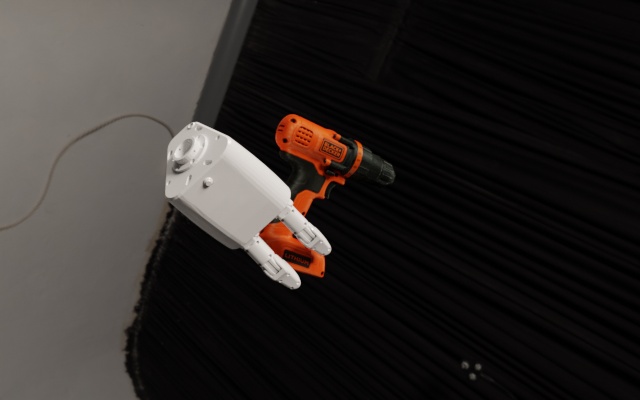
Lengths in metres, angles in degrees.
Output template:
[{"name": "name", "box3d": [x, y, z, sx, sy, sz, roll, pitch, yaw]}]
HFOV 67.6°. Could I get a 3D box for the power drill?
[{"name": "power drill", "box3d": [0.000, 0.002, 0.633, 0.184, 0.187, 0.057, 22, -2, -27]}]
